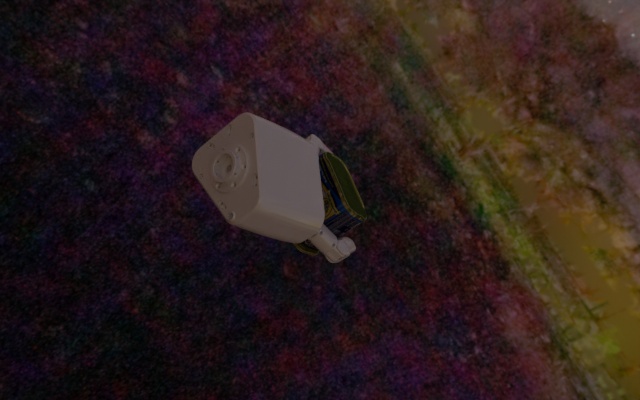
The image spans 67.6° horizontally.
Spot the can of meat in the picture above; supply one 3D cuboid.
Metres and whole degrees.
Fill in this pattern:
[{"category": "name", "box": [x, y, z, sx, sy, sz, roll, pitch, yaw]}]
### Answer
[{"category": "can of meat", "box": [0.000, 0.002, 0.586, 0.084, 0.102, 0.057, -34, -31, 21]}]
